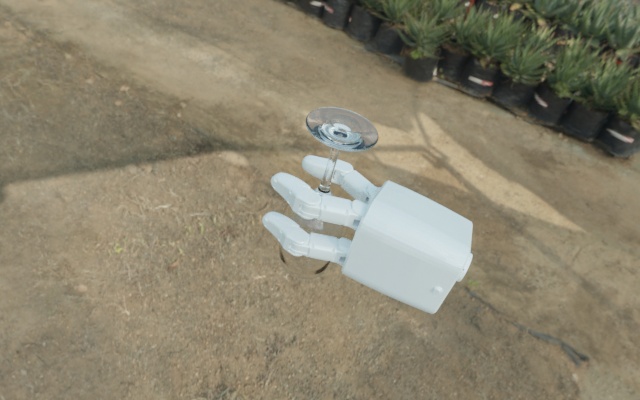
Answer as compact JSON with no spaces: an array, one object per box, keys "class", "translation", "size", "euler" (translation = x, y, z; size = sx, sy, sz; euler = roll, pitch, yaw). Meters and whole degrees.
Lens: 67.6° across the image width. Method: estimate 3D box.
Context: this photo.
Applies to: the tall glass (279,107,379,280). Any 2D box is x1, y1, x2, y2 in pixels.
[{"class":"tall glass","translation":[0.000,0.001,0.533],"size":[0.079,0.201,0.079],"euler":[10,40,-8]}]
